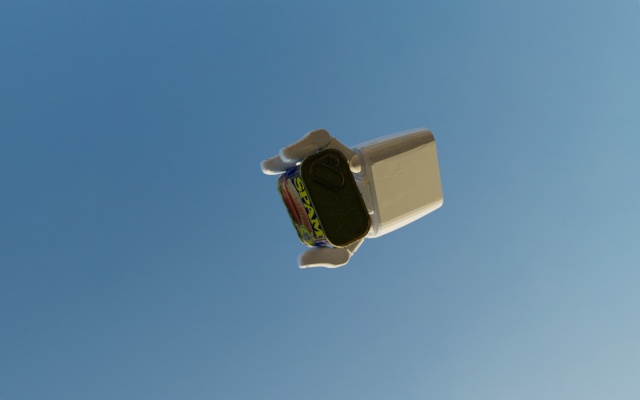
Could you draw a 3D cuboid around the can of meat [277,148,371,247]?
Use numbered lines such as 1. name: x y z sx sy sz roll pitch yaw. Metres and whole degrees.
1. can of meat: 0.000 0.002 0.533 0.057 0.102 0.084 -24 3 -25
